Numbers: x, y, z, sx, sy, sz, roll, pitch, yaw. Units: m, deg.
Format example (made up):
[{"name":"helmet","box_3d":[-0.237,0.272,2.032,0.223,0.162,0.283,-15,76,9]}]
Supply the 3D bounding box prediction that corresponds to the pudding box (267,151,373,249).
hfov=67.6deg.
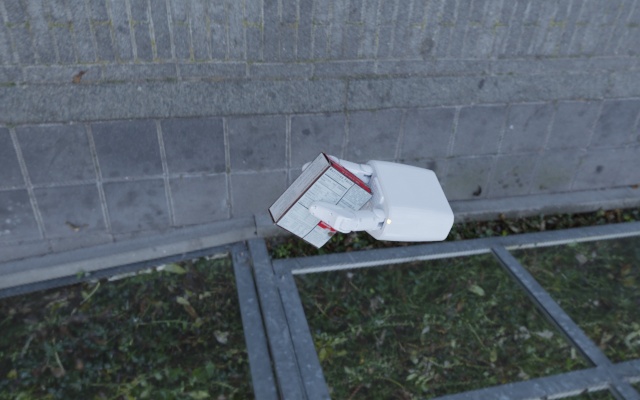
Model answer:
[{"name":"pudding box","box_3d":[0.000,0.002,0.637,0.090,0.113,0.039,33,16,-36]}]
